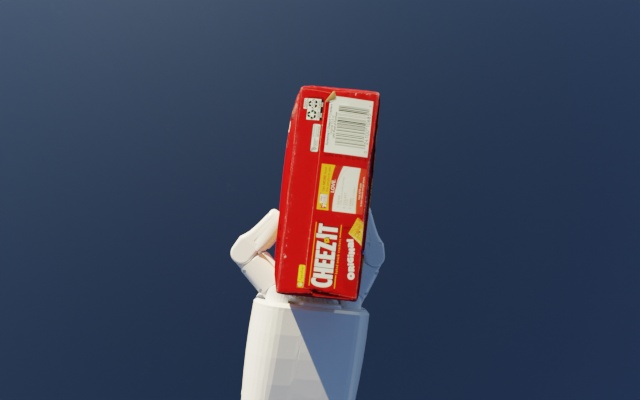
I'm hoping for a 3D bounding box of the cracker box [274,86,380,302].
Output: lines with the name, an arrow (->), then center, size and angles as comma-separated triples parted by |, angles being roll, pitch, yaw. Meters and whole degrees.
cracker box -> 0.000, 0.002, 0.465 | 0.072, 0.164, 0.214 | 6, -5, -3
